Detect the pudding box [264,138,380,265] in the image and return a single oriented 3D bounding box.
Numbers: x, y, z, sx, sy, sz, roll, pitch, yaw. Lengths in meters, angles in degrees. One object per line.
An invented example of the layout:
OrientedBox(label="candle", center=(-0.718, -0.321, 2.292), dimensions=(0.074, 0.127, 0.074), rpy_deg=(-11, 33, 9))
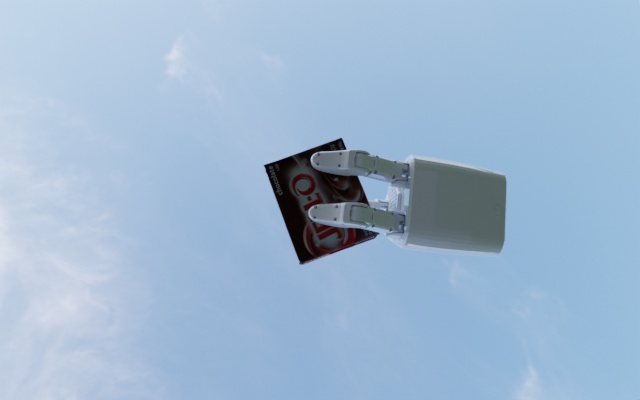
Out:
OrientedBox(label="pudding box", center=(0.000, 0.002, 0.510), dimensions=(0.090, 0.113, 0.039), rpy_deg=(-20, -10, -9))
